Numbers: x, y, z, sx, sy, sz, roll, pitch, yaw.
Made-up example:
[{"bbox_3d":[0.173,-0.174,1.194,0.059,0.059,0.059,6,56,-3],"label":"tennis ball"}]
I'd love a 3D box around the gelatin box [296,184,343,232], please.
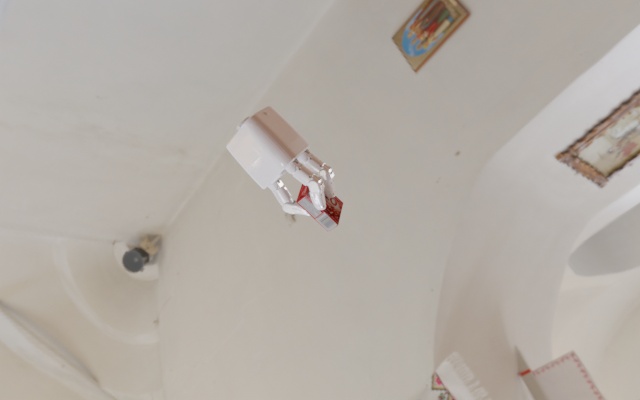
[{"bbox_3d":[0.000,0.003,0.891,0.030,0.089,0.073,-36,20,29],"label":"gelatin box"}]
